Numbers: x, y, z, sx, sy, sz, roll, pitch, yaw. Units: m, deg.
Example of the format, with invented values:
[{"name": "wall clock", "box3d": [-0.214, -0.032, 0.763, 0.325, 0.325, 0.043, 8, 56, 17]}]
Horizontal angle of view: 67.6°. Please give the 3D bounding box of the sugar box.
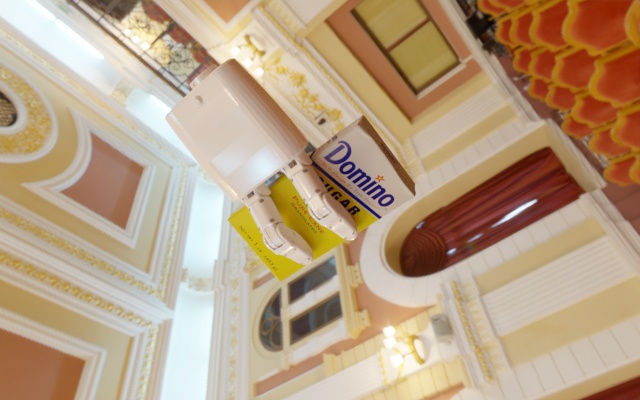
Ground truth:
[{"name": "sugar box", "box3d": [0.000, 0.002, 0.496, 0.176, 0.093, 0.048, -35, 13, 22]}]
